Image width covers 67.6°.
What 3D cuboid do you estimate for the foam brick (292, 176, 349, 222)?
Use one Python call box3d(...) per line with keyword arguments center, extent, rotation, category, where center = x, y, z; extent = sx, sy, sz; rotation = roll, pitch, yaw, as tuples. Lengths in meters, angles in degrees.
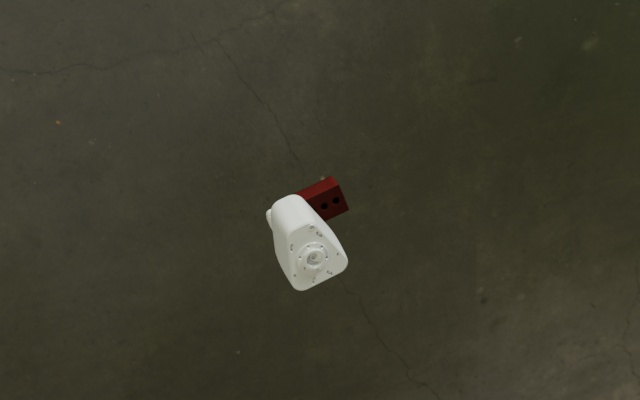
box3d(center=(0.000, 0.002, 0.813), extent=(0.078, 0.053, 0.051), rotation=(-26, 24, -6), category="foam brick")
